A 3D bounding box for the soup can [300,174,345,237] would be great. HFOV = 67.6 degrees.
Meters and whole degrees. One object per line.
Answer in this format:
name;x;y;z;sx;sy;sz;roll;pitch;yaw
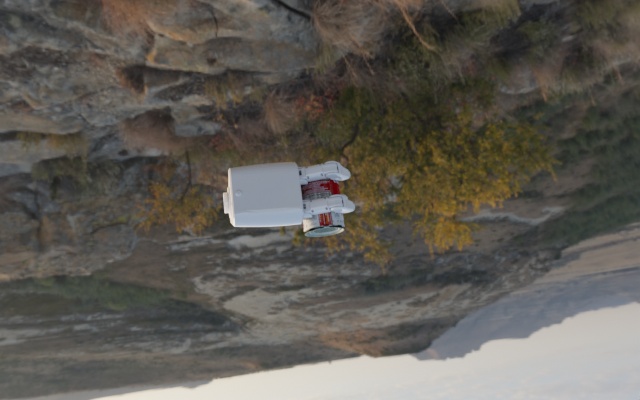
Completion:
soup can;0.001;0.003;0.779;0.068;0.102;0.068;-7;-15;-2
